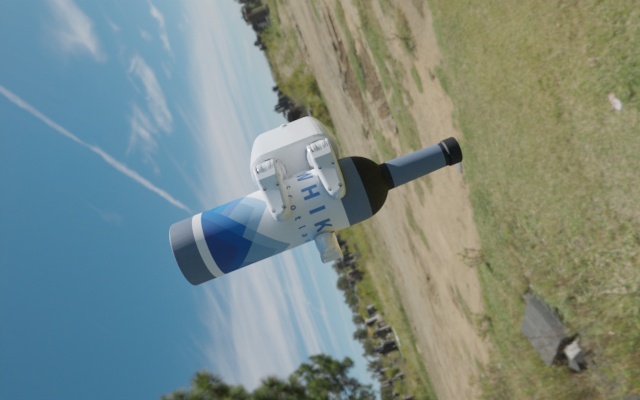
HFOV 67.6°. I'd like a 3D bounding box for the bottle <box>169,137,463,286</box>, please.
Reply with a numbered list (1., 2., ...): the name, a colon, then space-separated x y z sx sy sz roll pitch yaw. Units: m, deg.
1. bottle: 0.000 0.002 0.481 0.296 0.069 0.069 -21 0 0
